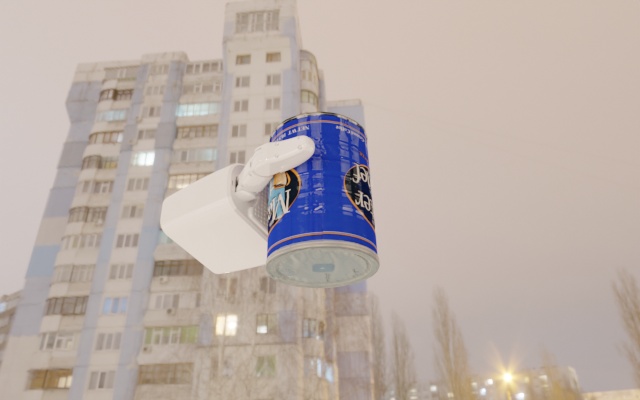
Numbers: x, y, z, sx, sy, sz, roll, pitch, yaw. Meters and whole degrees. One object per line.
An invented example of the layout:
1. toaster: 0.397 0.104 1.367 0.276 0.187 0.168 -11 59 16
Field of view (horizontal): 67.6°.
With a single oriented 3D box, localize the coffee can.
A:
1. coffee can: 0.000 0.002 0.462 0.103 0.140 0.103 -1 -29 -1
